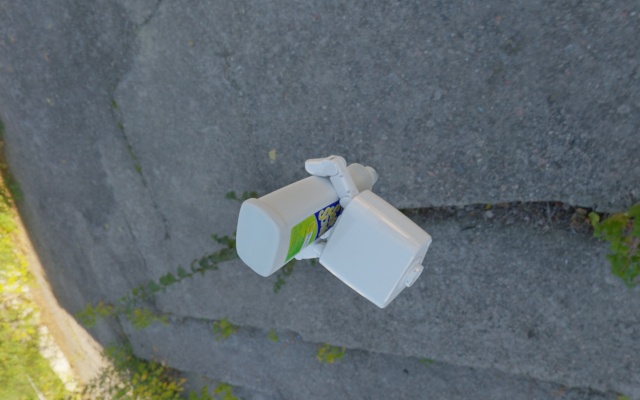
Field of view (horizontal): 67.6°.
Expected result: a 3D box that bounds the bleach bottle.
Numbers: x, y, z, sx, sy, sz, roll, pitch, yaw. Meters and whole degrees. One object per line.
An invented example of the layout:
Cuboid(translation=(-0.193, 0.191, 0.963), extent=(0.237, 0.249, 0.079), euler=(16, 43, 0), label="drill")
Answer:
Cuboid(translation=(0.000, 0.002, 0.649), extent=(0.068, 0.103, 0.250), euler=(36, 42, 23), label="bleach bottle")
